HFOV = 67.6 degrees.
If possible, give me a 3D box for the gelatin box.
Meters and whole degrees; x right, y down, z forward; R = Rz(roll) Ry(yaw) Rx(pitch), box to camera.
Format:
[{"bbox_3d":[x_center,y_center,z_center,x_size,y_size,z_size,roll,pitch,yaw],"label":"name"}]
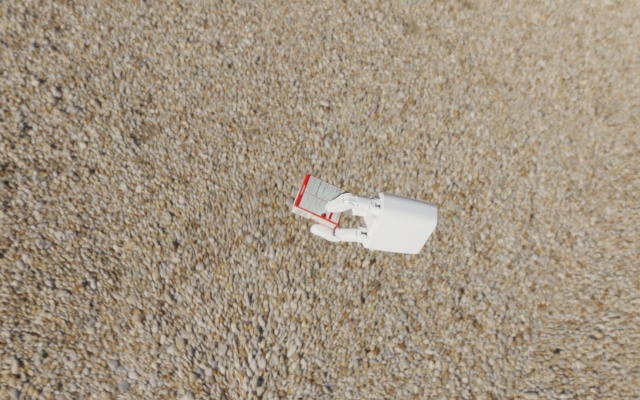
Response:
[{"bbox_3d":[0.000,0.003,0.870,0.089,0.073,0.030,24,-28,-8],"label":"gelatin box"}]
